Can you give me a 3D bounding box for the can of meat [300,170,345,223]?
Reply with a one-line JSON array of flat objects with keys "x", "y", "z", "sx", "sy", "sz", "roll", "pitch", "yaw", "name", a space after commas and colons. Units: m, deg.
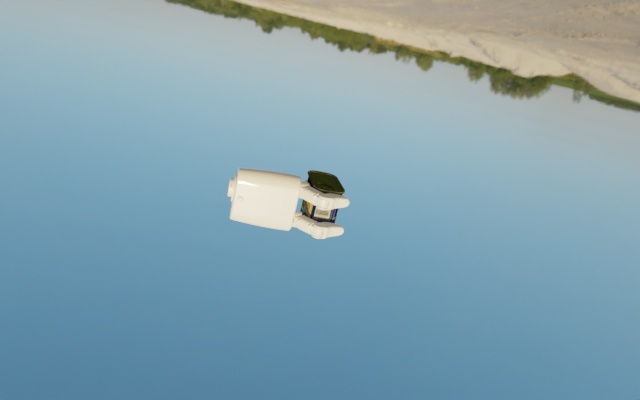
[{"x": 0.000, "y": 0.003, "z": 0.861, "sx": 0.057, "sy": 0.084, "sz": 0.102, "roll": 9, "pitch": 20, "yaw": -14, "name": "can of meat"}]
